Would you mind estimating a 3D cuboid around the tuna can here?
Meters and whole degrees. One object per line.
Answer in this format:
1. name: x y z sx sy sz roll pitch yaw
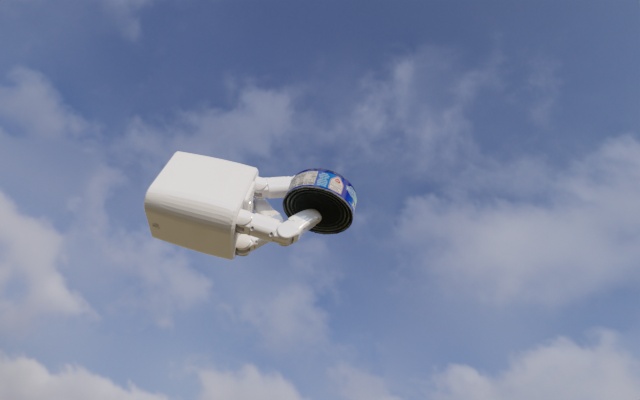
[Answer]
1. tuna can: 0.000 0.001 0.574 0.086 0.033 0.086 11 -39 9
